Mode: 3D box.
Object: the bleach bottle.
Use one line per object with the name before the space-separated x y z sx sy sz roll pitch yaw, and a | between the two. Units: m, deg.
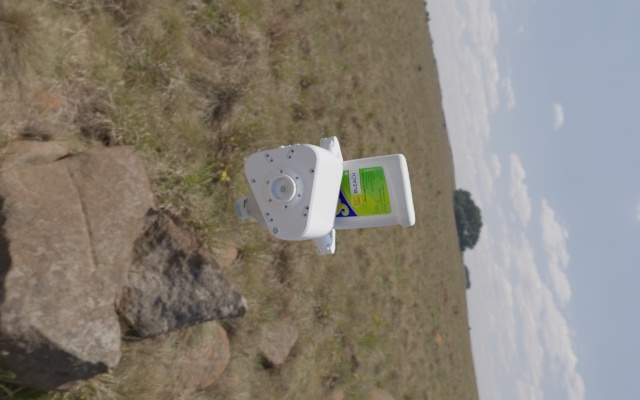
bleach bottle | 0.000 0.002 0.678 0.251 0.102 0.068 -9 -5 15
